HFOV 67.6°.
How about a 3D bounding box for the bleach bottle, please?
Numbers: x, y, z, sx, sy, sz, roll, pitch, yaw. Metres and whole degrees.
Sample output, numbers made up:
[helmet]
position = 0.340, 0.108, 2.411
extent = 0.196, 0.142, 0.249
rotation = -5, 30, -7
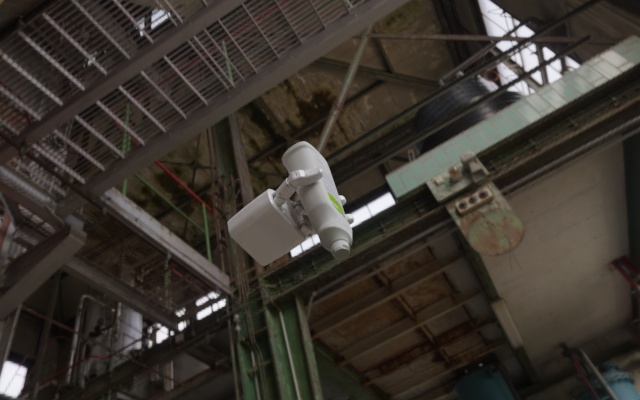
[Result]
[bleach bottle]
position = 0.000, 0.003, 0.866
extent = 0.068, 0.250, 0.103
rotation = -36, -48, 15
